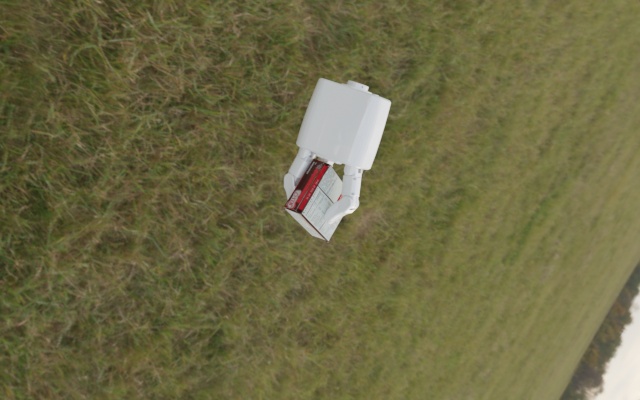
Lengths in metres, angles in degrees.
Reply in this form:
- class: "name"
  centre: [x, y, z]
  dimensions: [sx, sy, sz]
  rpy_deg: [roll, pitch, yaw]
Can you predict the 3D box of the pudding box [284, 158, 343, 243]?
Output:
- class: "pudding box"
  centre: [0.000, 0.002, 0.740]
  dimensions: [0.039, 0.090, 0.113]
  rpy_deg: [22, -16, 34]
